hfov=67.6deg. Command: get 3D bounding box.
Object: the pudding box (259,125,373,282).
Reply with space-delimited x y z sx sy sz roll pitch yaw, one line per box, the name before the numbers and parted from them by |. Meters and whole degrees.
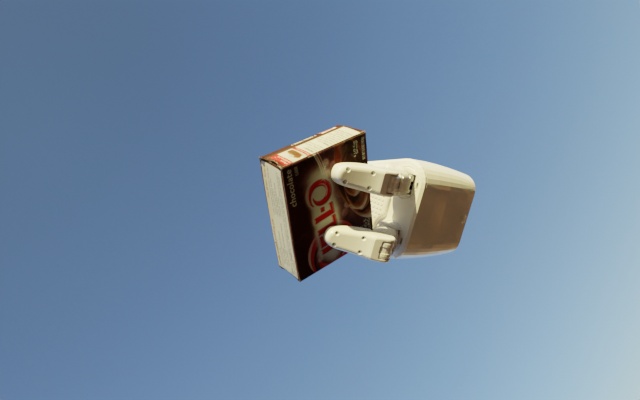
pudding box | 0.000 0.001 0.417 0.090 0.113 0.039 -28 33 -32
